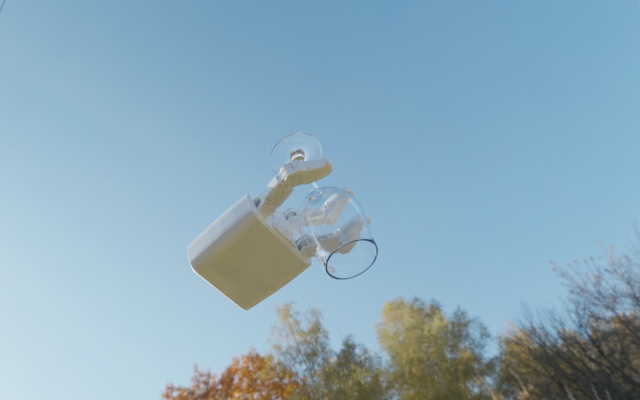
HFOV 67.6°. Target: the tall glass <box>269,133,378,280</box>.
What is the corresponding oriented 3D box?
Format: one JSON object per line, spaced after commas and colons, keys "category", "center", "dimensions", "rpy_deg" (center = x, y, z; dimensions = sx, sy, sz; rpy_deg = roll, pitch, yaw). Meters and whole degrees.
{"category": "tall glass", "center": [0.000, 0.001, 0.580], "dimensions": [0.079, 0.079, 0.201], "rpy_deg": [0, 38, -26]}
